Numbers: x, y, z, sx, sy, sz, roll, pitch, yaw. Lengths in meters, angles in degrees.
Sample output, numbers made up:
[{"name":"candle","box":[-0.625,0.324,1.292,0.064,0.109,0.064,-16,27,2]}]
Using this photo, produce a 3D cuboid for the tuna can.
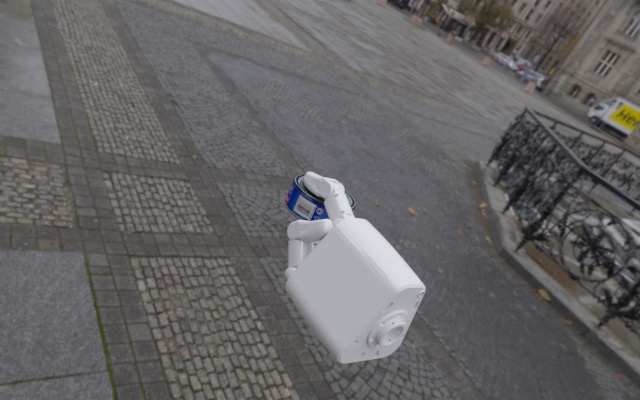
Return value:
[{"name":"tuna can","box":[0.000,0.001,0.599,0.086,0.034,0.086,21,21,-9]}]
